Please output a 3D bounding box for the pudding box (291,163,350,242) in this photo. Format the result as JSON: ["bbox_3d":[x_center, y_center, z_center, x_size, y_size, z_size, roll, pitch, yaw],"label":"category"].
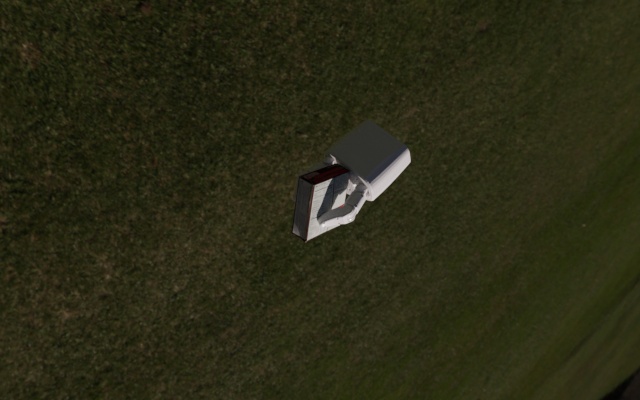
[{"bbox_3d":[0.000,0.003,0.790,0.039,0.113,0.090,30,35,35],"label":"pudding box"}]
